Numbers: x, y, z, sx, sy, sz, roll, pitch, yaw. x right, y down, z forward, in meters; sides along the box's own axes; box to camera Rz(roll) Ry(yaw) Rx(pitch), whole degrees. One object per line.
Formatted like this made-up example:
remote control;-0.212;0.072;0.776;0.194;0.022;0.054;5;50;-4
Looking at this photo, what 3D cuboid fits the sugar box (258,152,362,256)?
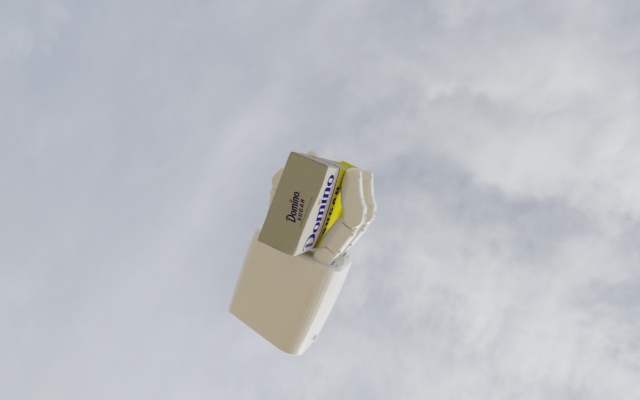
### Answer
sugar box;0.001;0.002;0.516;0.048;0.093;0.176;23;9;13
